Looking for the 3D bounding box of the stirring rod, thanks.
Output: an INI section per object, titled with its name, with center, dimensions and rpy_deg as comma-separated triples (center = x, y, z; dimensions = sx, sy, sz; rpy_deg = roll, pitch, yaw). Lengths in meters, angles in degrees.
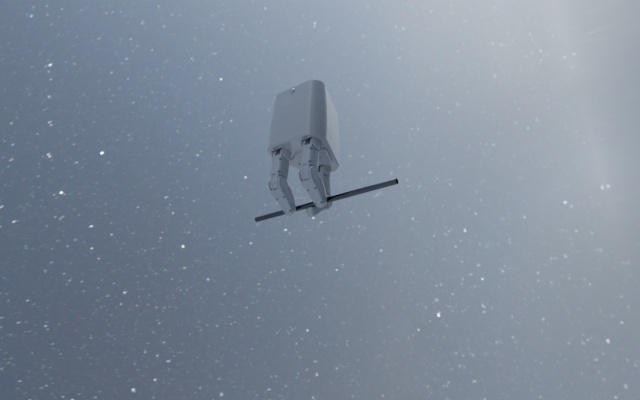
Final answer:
[stirring rod]
center = 0.000, 0.002, 0.686
dimensions = 0.239, 0.011, 0.011
rpy_deg = -15, -8, 30
